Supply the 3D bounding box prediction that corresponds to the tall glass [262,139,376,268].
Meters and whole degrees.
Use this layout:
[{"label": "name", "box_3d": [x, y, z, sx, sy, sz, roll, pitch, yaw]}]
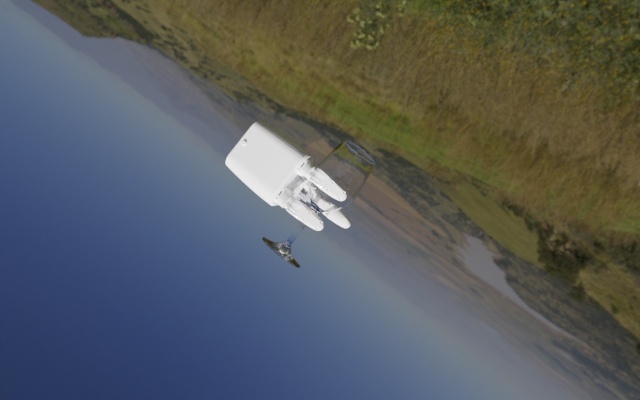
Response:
[{"label": "tall glass", "box_3d": [0.000, 0.003, 0.738, 0.079, 0.201, 0.079, 38, 0, 0]}]
